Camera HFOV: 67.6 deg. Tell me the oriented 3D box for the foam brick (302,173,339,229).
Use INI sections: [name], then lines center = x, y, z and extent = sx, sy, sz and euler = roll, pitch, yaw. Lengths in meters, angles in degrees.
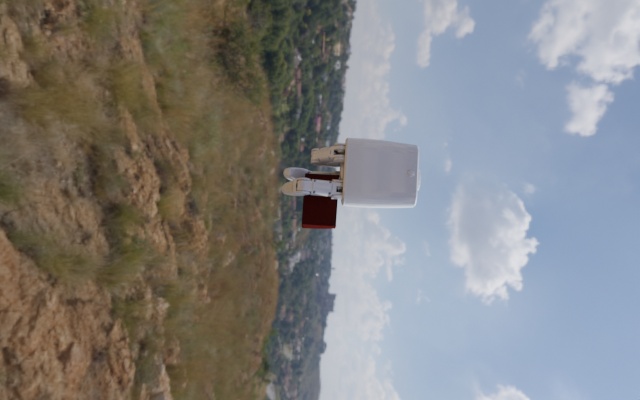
[foam brick]
center = 0.000, 0.003, 0.713
extent = 0.051, 0.078, 0.053
euler = 4, -8, 0
